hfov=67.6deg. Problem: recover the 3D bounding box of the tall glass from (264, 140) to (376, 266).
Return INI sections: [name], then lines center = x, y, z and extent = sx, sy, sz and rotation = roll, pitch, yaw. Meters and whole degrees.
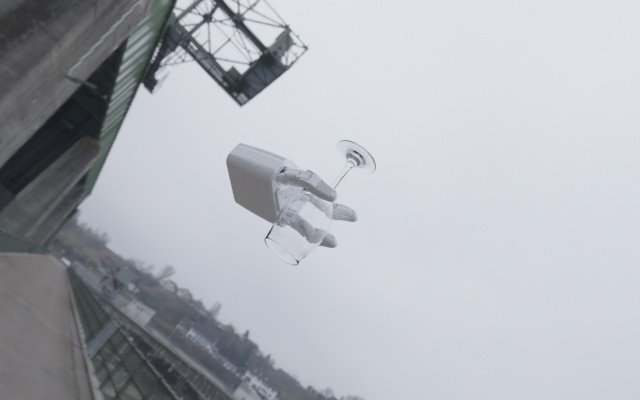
[tall glass]
center = 0.001, 0.002, 0.724
extent = 0.079, 0.201, 0.079
rotation = 31, -24, 16
